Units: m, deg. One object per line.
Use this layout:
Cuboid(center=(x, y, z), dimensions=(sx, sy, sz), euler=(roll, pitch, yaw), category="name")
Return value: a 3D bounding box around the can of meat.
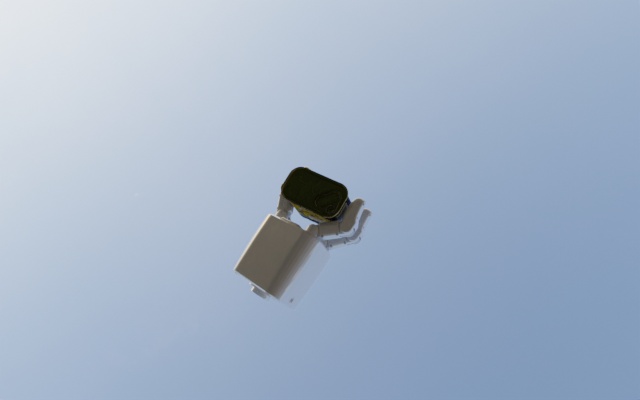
Cuboid(center=(0.000, 0.002, 0.738), dimensions=(0.102, 0.057, 0.084), euler=(25, -15, 23), category="can of meat")
